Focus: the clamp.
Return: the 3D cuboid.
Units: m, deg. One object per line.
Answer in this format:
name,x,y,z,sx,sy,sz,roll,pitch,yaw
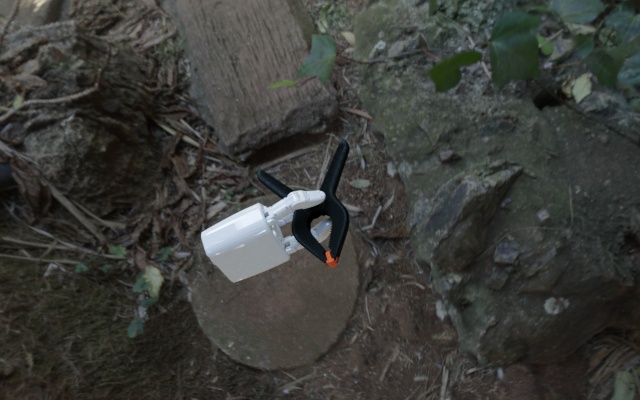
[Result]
clamp,0.000,0.003,0.772,0.164,0.210,0.036,-26,-26,4
